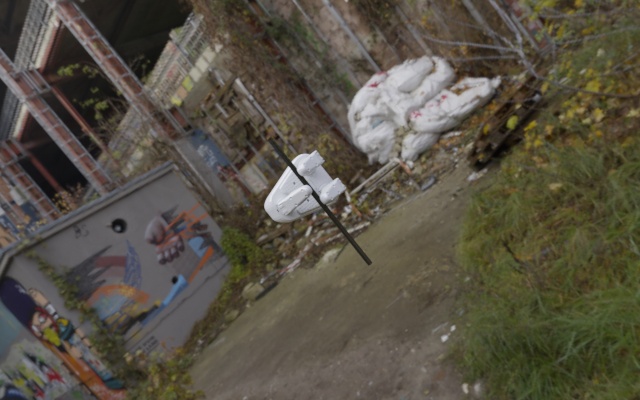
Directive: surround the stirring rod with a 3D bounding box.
[{"bbox_3d":[0.000,0.002,0.711,0.011,0.239,0.011,-38,5,4],"label":"stirring rod"}]
